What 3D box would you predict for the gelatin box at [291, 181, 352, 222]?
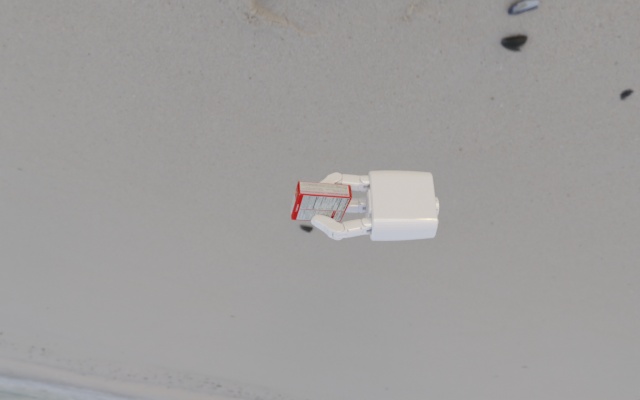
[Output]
[{"bbox_3d":[0.000,0.003,0.784,0.089,0.030,0.073,3,-36,-13],"label":"gelatin box"}]
